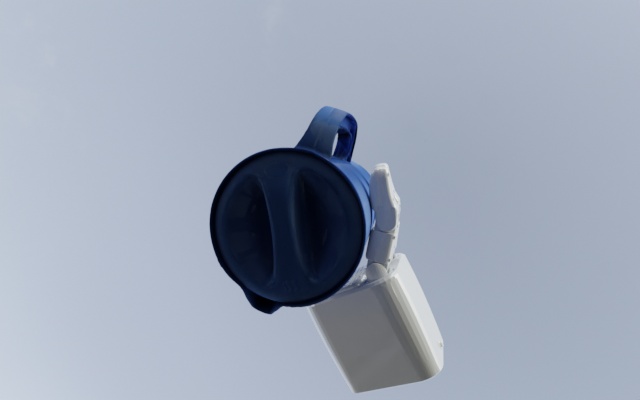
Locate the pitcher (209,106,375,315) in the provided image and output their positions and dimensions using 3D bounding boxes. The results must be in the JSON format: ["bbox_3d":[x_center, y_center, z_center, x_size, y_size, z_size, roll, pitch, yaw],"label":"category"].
[{"bbox_3d":[0.000,0.002,0.496,0.149,0.145,0.243,-26,0,14],"label":"pitcher"}]
